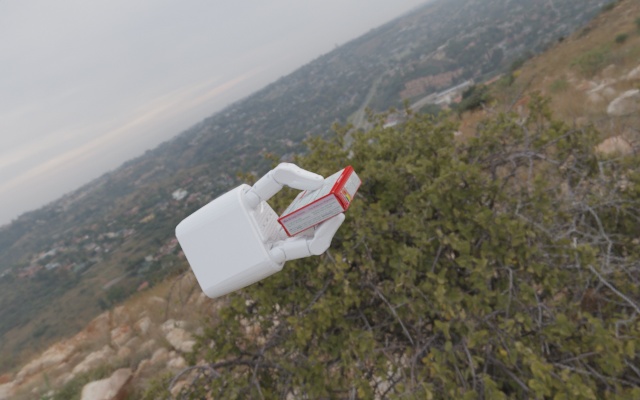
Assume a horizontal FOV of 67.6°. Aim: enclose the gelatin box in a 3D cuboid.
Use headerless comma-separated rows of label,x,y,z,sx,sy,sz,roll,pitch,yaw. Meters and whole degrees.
gelatin box,0.000,0.001,0.574,0.089,0.030,0.073,-28,15,30
